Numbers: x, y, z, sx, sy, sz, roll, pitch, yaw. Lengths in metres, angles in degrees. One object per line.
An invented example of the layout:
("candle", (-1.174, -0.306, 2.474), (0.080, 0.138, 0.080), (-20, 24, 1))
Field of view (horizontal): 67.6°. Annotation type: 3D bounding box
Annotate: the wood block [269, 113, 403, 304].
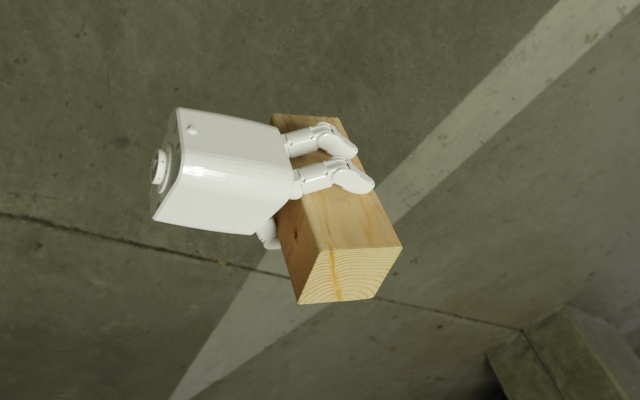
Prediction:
("wood block", (0.000, 0.002, 0.536), (0.090, 0.206, 0.091), (0, -44, -23))
